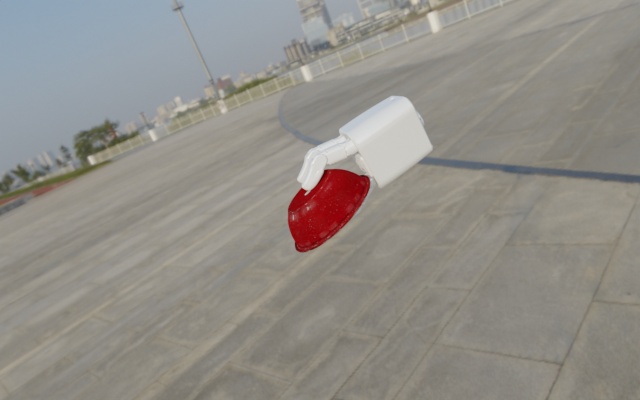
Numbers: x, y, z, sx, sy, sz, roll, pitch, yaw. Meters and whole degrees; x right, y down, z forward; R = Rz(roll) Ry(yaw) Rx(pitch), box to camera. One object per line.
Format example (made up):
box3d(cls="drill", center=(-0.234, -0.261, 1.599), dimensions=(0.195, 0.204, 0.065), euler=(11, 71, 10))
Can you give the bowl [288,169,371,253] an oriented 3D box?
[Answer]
box3d(cls="bowl", center=(-0.001, 0.003, 0.742), dimensions=(0.055, 0.162, 0.162), euler=(44, -15, -16))
